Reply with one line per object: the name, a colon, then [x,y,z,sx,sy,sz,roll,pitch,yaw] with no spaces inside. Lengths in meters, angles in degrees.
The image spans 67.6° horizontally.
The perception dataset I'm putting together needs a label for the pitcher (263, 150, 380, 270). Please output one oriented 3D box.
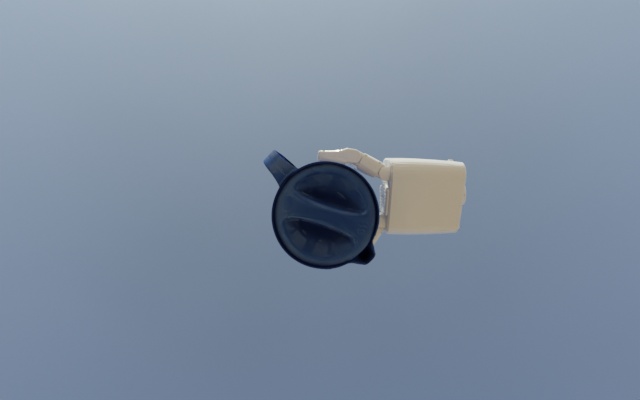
pitcher: [0.000,0.002,0.696,0.145,0.149,0.243,-1,4,0]
